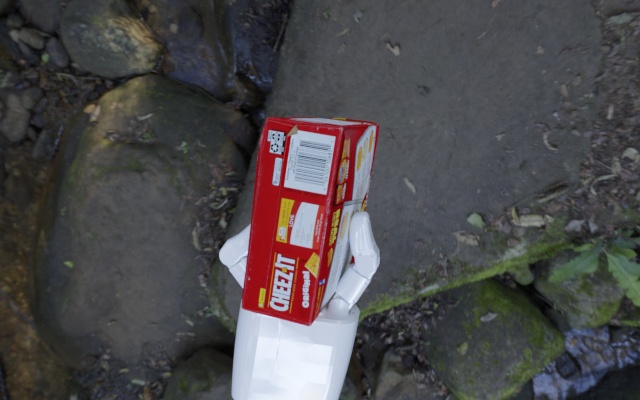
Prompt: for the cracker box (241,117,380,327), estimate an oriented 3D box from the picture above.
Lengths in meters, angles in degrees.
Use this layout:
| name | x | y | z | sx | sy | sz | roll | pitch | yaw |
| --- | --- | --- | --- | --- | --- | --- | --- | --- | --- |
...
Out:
| name | x | y | z | sx | sy | sz | roll | pitch | yaw |
| --- | --- | --- | --- | --- | --- | --- | --- | --- | --- |
| cracker box | 0.000 | 0.002 | 0.473 | 0.072 | 0.164 | 0.213 | 11 | 12 | 12 |
